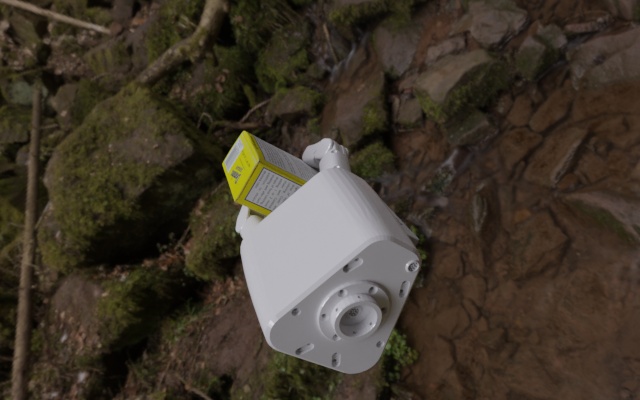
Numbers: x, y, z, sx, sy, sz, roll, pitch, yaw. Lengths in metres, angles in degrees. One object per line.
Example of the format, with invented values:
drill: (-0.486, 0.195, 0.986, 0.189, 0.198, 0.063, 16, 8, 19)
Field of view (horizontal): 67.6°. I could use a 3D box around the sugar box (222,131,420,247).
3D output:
sugar box: (0.000, 0.002, 0.446, 0.176, 0.048, 0.093, 28, 13, -27)
